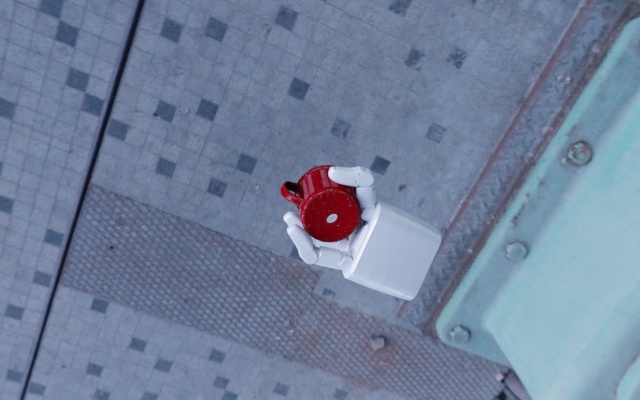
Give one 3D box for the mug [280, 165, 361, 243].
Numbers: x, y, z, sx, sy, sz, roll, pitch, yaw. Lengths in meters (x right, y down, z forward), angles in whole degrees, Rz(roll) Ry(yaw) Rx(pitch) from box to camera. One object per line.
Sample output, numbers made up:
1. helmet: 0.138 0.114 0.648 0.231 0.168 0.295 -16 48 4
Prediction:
1. mug: -0.001 0.002 0.664 0.117 0.093 0.081 22 19 -13
